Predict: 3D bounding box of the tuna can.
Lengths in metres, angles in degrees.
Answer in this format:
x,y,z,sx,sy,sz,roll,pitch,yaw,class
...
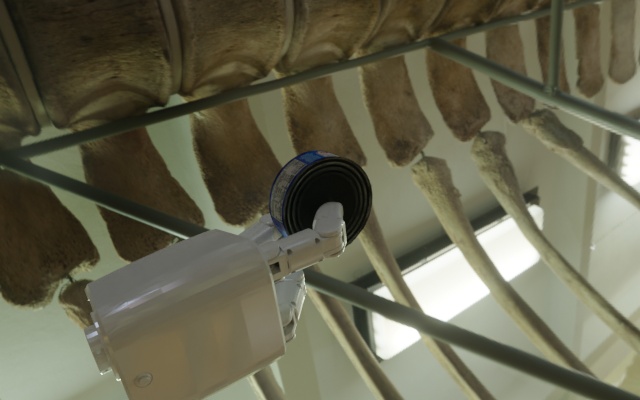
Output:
x,y,z,sx,sy,sz,roll,pitch,yaw,class
0.000,0.001,0.408,0.086,0.086,0.033,0,16,-32,tuna can
